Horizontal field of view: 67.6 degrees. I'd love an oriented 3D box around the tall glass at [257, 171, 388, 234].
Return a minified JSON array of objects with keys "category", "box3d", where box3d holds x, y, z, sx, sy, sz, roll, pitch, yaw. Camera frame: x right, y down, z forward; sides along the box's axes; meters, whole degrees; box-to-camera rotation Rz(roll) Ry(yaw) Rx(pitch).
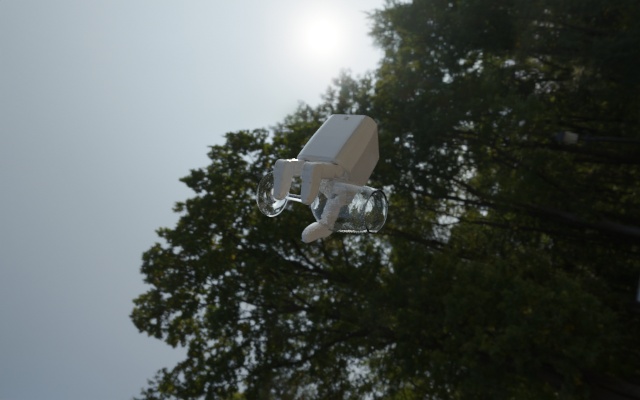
[{"category":"tall glass","box3d":[0.000,0.002,0.719,0.201,0.079,0.079,10,6,38]}]
